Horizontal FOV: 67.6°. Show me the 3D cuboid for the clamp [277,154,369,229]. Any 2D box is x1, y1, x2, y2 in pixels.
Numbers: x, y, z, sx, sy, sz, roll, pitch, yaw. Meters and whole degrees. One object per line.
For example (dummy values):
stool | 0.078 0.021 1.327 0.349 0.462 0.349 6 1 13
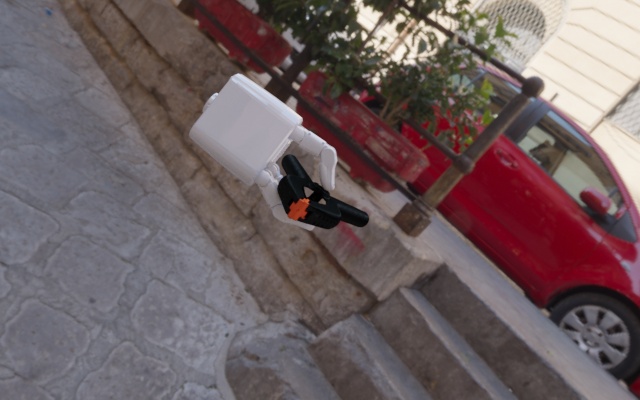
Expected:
clamp | 0.000 0.001 0.657 0.164 0.036 0.210 36 13 -3
